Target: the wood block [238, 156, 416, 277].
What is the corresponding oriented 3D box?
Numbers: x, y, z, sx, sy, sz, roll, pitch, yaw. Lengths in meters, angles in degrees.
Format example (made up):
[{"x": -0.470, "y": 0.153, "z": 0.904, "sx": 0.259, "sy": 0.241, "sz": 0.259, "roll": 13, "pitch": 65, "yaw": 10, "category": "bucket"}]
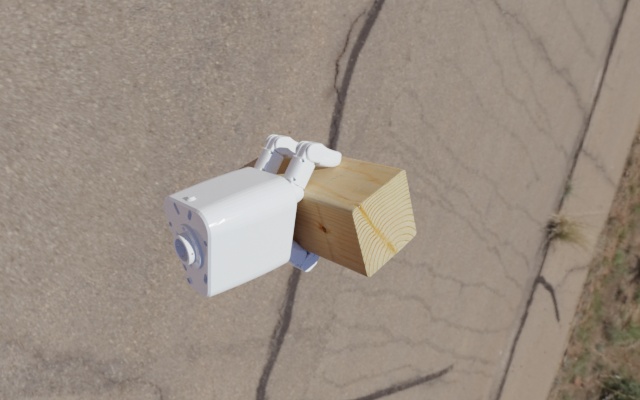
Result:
[{"x": 0.000, "y": 0.002, "z": 0.576, "sx": 0.090, "sy": 0.091, "sz": 0.206, "roll": -37, "pitch": 36, "yaw": -31, "category": "wood block"}]
